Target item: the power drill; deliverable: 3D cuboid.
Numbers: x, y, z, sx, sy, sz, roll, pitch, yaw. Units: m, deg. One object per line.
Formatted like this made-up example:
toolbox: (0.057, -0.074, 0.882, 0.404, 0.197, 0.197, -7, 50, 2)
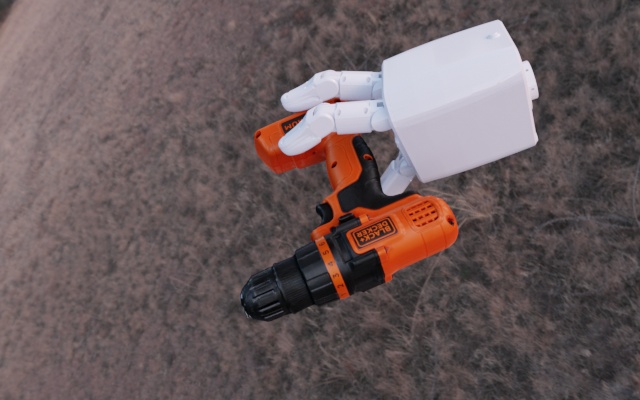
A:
power drill: (0.000, 0.001, 0.428, 0.184, 0.187, 0.057, -22, -37, -4)
